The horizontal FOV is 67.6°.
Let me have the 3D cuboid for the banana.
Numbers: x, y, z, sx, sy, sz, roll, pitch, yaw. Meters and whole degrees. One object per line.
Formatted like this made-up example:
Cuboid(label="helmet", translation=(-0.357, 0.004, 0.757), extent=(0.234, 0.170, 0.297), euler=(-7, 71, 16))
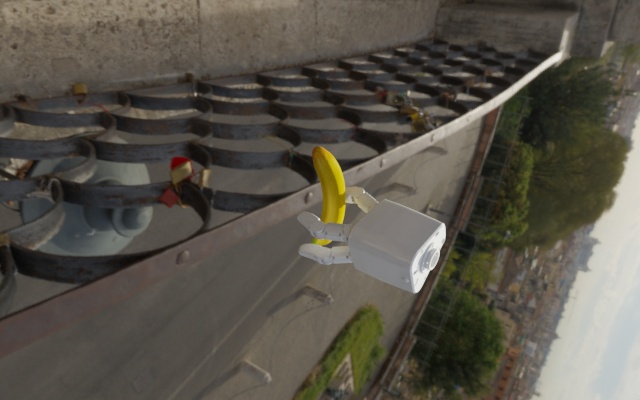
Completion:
Cuboid(label="banana", translation=(0.012, -0.001, 0.769), extent=(0.037, 0.198, 0.069), euler=(26, 36, 33))
